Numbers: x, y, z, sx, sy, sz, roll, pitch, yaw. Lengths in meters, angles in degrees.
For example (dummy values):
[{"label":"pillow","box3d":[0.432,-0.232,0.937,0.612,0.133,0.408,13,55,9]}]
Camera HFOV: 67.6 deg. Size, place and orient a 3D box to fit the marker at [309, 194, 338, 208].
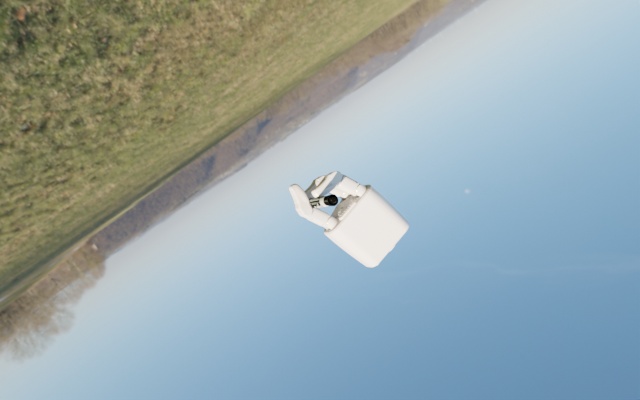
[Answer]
[{"label":"marker","box3d":[0.000,0.003,0.789,0.020,0.020,0.121,0,-4,-21]}]
